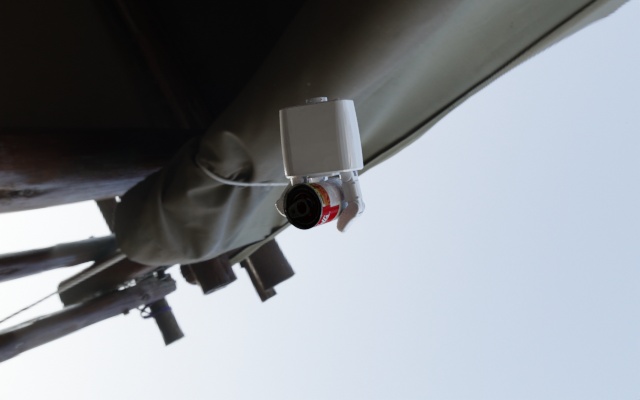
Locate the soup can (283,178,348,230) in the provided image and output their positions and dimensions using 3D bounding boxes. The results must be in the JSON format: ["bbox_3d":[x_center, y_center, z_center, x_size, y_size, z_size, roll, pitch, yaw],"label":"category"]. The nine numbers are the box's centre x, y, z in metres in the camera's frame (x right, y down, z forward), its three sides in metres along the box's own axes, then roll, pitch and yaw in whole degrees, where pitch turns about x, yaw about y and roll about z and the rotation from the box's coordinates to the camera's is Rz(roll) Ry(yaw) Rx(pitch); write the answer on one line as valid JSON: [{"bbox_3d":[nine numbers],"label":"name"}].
[{"bbox_3d":[0.000,0.003,0.726,0.068,0.068,0.102,0,8,33],"label":"soup can"}]
